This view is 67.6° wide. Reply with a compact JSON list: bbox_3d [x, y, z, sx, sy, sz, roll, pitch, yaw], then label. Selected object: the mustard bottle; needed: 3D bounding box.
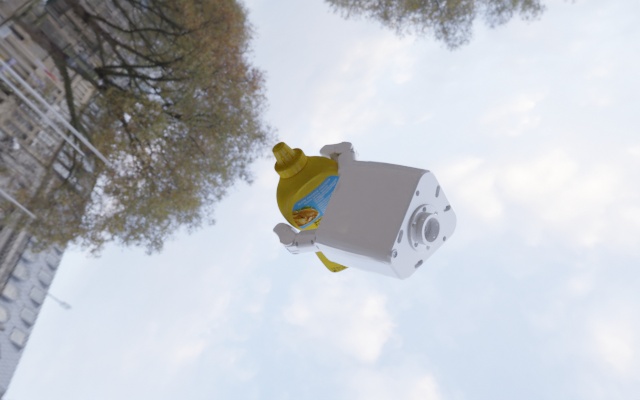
[{"bbox_3d":[0.000,0.002,0.601,0.096,0.192,0.058,-38,33,-1],"label":"mustard bottle"}]
